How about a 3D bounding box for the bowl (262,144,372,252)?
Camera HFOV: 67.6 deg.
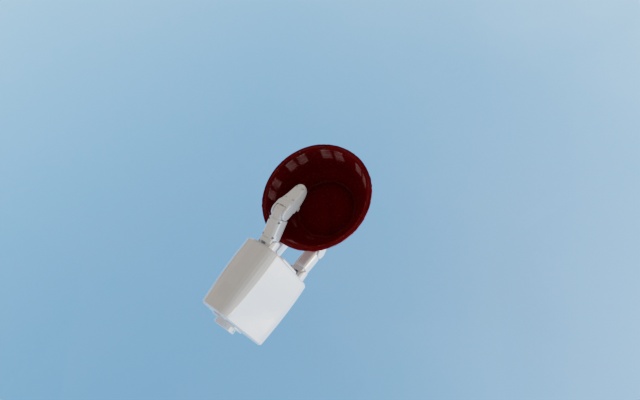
[{"bbox_3d":[0.001,0.001,0.687,0.162,0.162,0.055,0,-21,19],"label":"bowl"}]
